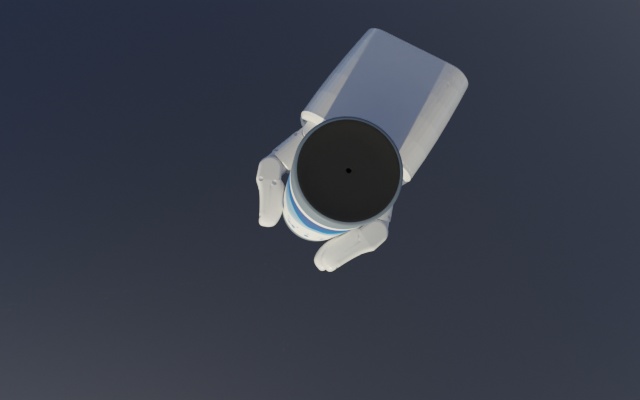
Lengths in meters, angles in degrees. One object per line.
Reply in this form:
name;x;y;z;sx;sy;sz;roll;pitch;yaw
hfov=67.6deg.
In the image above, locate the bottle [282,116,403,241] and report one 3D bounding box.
bottle;0.000;0.001;0.425;0.069;0.069;0.296;0;-7;-7
